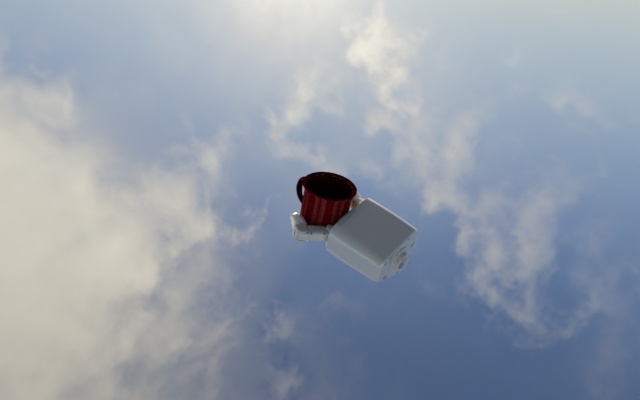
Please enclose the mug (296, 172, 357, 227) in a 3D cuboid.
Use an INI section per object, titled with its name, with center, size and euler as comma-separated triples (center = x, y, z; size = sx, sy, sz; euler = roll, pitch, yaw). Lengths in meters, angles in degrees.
[mug]
center = -0.001, 0.002, 0.825
size = 0.117, 0.081, 0.093
euler = 33, 38, 30
